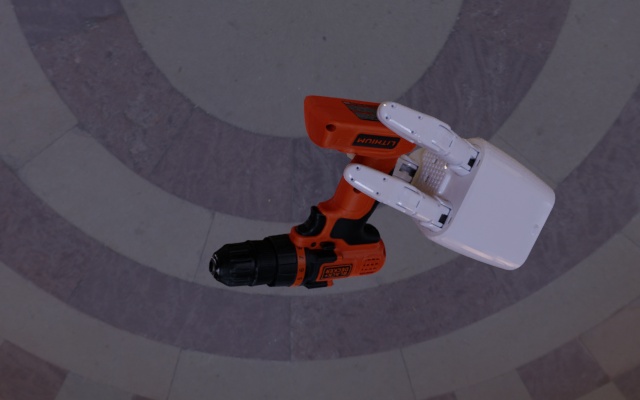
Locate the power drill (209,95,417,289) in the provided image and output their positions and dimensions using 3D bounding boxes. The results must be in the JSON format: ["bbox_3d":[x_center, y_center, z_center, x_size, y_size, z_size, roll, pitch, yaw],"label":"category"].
[{"bbox_3d":[0.000,0.001,0.437,0.184,0.188,0.057,-2,37,-31],"label":"power drill"}]
